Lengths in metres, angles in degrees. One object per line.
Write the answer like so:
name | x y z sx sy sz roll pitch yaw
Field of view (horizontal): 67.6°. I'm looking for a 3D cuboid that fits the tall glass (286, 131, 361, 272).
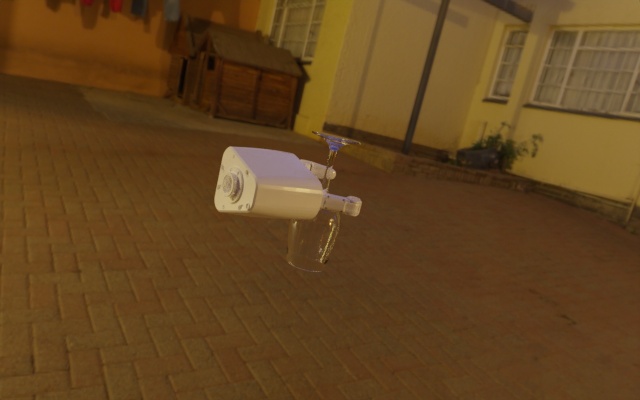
tall glass | 0.000 0.002 0.715 0.079 0.201 0.079 13 10 -2
